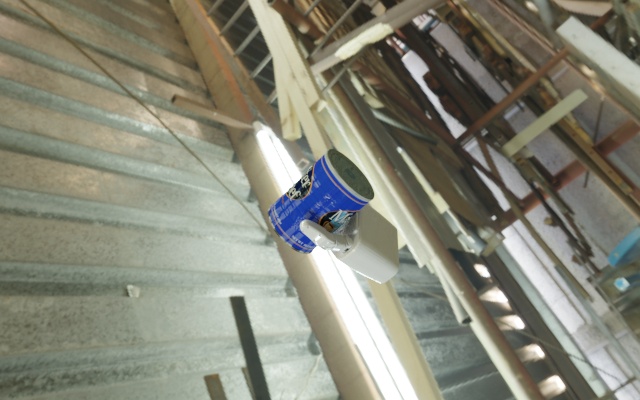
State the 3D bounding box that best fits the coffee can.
[{"bbox_3d":[0.000,0.002,0.755,0.140,0.102,0.103,-43,-19,22],"label":"coffee can"}]
